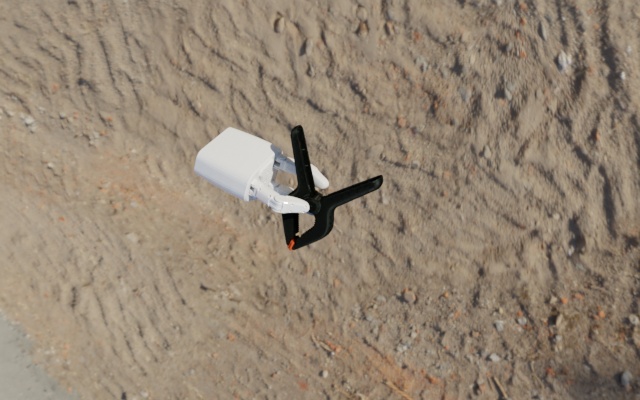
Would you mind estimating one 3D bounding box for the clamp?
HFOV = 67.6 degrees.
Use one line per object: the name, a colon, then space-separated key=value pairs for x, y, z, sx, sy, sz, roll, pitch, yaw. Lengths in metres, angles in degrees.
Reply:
clamp: x=-0.001 y=0.003 z=0.776 sx=0.164 sy=0.210 sz=0.036 roll=27 pitch=29 yaw=15
